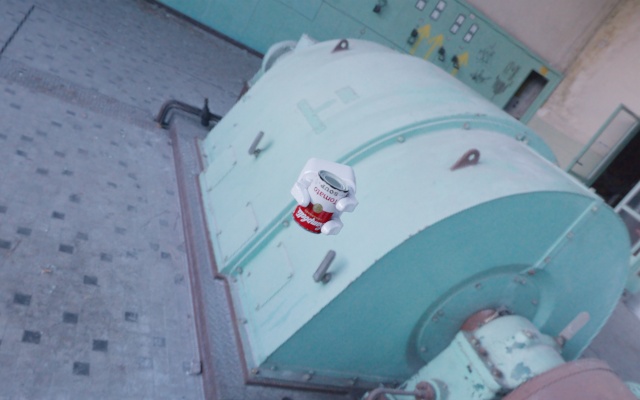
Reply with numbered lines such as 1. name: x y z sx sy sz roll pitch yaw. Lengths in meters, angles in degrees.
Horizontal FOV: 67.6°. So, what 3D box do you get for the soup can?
1. soup can: 0.000 0.003 0.892 0.068 0.102 0.068 28 21 -12
